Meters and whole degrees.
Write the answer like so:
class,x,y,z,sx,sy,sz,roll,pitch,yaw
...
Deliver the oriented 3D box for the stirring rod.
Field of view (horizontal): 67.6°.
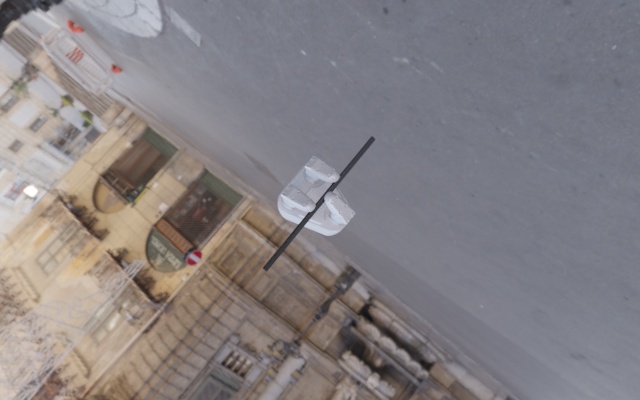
class,x,y,z,sx,sy,sz,roll,pitch,yaw
stirring rod,0.000,0.002,0.664,0.011,0.239,0.011,38,-10,8
